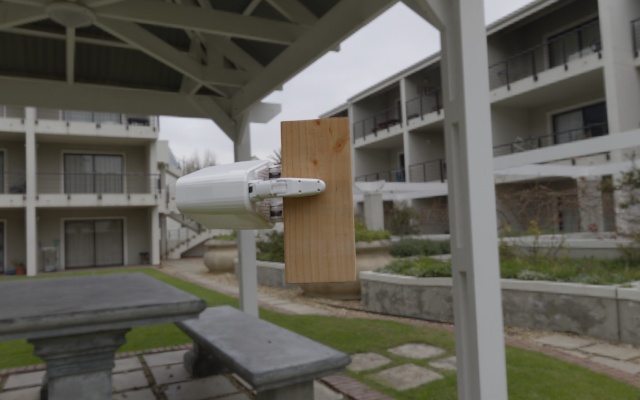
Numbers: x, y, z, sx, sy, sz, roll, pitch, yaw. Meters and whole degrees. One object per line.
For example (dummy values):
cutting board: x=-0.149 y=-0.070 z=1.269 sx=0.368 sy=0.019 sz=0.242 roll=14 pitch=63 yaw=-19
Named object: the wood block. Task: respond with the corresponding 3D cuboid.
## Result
wood block: x=0.000 y=0.002 z=0.638 sx=0.090 sy=0.206 sz=0.091 roll=-3 pitch=-3 yaw=5
